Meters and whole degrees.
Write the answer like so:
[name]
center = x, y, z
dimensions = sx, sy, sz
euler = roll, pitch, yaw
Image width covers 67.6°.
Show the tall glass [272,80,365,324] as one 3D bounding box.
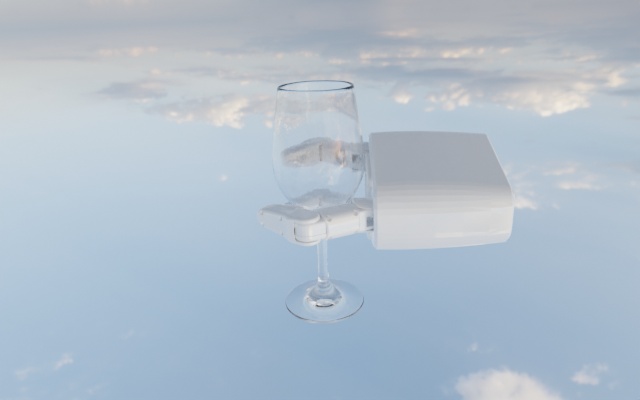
[tall glass]
center = 0.000, 0.002, 0.415
dimensions = 0.079, 0.201, 0.079
euler = -2, 21, 1
